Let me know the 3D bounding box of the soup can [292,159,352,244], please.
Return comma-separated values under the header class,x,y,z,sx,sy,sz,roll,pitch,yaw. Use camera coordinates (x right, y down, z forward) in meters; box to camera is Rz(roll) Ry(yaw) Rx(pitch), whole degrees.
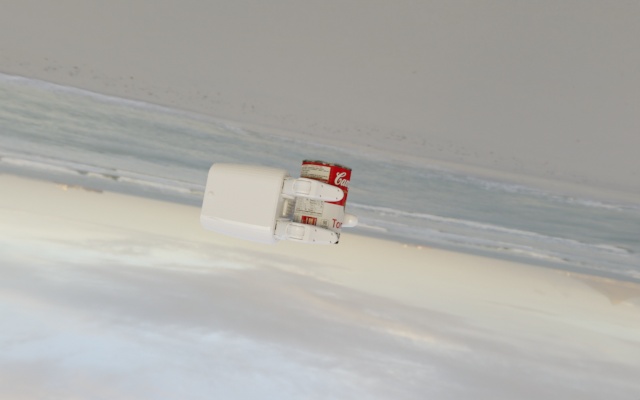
class,x,y,z,sx,sy,sz,roll,pitch,yaw
soup can,0.001,0.002,0.634,0.068,0.102,0.068,10,-3,1
